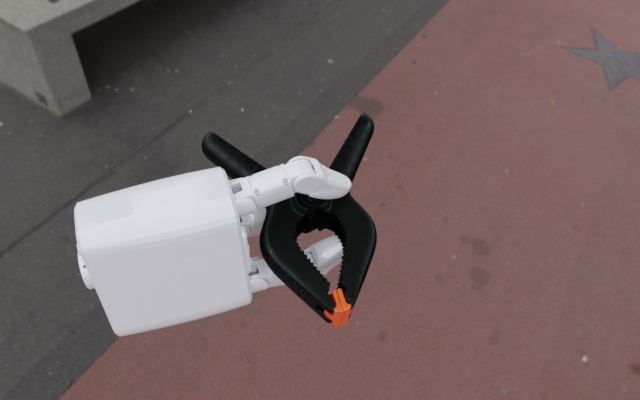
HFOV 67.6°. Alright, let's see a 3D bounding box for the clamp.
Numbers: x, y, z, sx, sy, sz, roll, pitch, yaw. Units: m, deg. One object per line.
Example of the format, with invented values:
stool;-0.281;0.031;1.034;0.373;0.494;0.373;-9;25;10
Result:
clamp;0.000;0.001;0.407;0.164;0.209;0.036;-15;-35;-14
